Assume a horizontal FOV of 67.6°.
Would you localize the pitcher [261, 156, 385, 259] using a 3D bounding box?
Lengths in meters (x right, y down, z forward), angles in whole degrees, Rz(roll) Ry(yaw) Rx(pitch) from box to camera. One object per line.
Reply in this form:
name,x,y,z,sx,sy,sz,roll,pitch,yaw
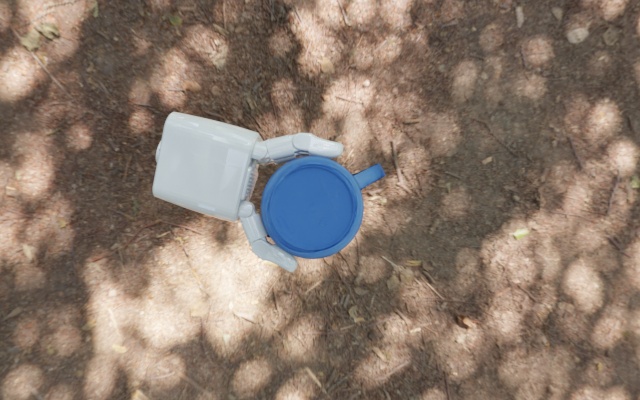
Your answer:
pitcher,0.000,0.002,0.608,0.145,0.149,0.243,18,0,-1
